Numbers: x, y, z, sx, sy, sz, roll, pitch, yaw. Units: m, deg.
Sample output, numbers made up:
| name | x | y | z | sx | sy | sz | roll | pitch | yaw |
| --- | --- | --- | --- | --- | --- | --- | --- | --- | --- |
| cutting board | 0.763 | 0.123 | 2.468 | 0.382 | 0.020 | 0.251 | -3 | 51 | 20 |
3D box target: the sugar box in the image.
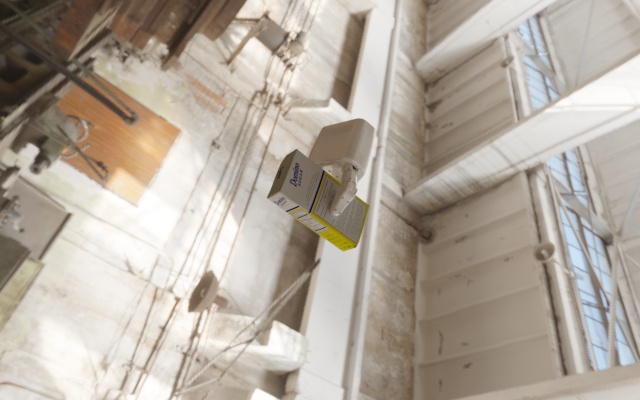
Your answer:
| name | x | y | z | sx | sy | sz | roll | pitch | yaw |
| --- | --- | --- | --- | --- | --- | --- | --- | --- | --- |
| sugar box | 0.000 | 0.003 | 0.806 | 0.176 | 0.093 | 0.048 | 36 | -37 | -23 |
